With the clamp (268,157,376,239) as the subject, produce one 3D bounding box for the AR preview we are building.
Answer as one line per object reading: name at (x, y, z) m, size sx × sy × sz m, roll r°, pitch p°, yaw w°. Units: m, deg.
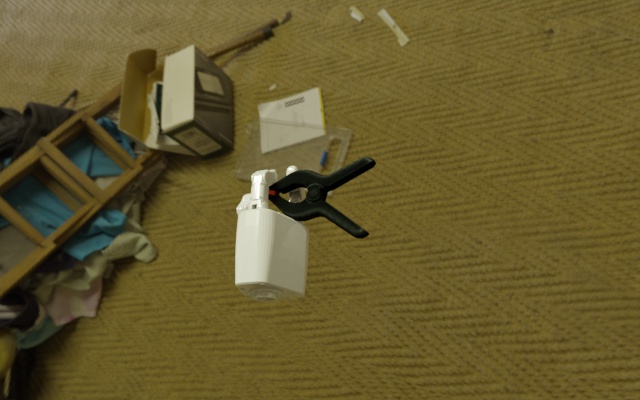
clamp at (0.000, 0.002, 0.703) m, size 0.171 × 0.120 × 0.039 m, roll -8°, pitch -25°, yaw 18°
